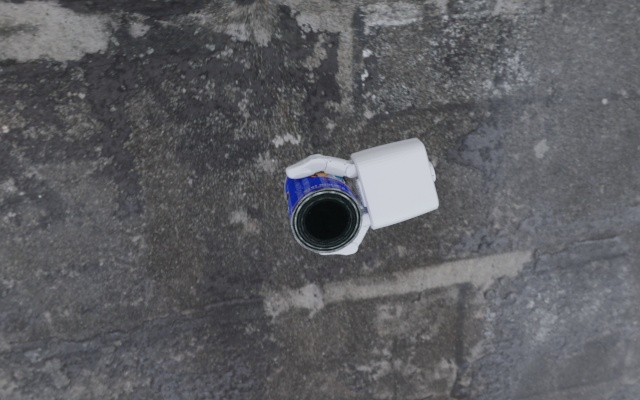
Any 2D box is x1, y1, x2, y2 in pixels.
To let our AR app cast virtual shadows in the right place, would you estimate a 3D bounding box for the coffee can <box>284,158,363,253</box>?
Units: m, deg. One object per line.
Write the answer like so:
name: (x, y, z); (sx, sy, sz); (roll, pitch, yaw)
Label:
coffee can: (0.000, 0.002, 0.732); (0.103, 0.103, 0.140); (0, 24, -8)
